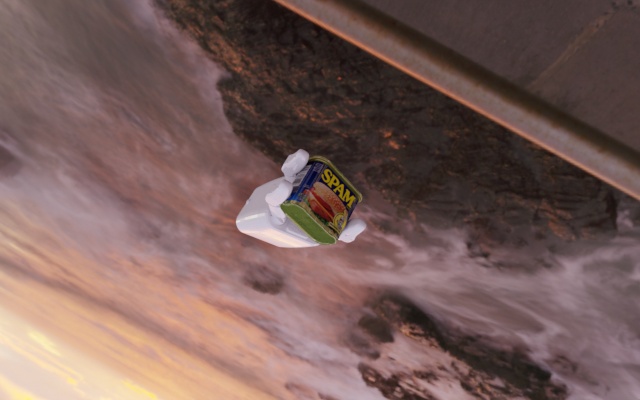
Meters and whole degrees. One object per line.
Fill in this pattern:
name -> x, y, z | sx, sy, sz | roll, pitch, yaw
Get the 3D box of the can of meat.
can of meat -> 0.000, 0.003, 0.679 | 0.057, 0.084, 0.102 | -7, -45, 50
